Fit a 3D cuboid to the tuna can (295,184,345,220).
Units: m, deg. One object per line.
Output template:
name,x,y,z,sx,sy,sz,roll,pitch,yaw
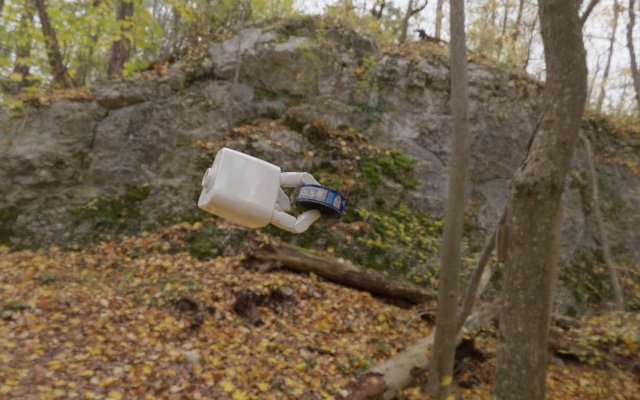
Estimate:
tuna can,0.000,0.002,0.844,0.086,0.033,0.086,15,-17,5
